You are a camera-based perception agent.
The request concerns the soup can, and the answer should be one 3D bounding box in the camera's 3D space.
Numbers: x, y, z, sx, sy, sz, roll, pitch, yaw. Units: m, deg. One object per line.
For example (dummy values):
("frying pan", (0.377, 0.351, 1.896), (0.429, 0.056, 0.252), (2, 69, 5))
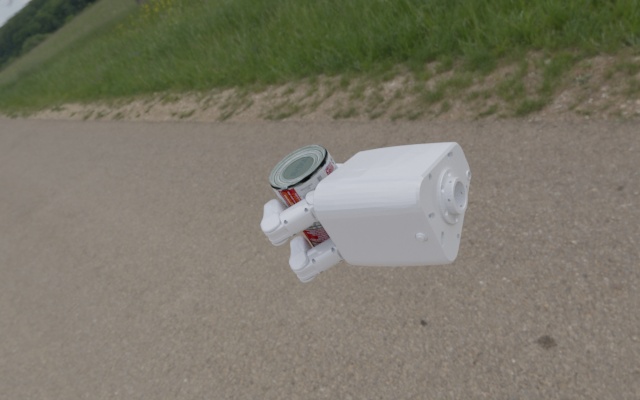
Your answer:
("soup can", (0.000, 0.001, 0.499), (0.068, 0.102, 0.068), (-23, 32, 16))
